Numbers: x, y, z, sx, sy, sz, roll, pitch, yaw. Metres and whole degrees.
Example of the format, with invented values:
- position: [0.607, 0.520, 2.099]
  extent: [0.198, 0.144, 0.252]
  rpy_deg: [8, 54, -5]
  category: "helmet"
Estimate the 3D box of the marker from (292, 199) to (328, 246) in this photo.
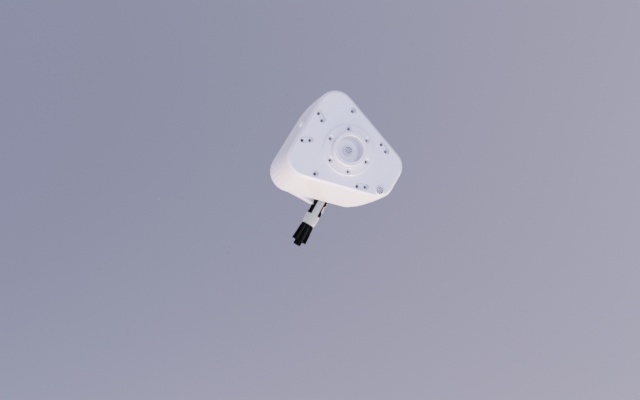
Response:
- position: [0.000, 0.002, 0.591]
  extent: [0.020, 0.121, 0.020]
  rpy_deg: [29, -9, 5]
  category: "marker"
